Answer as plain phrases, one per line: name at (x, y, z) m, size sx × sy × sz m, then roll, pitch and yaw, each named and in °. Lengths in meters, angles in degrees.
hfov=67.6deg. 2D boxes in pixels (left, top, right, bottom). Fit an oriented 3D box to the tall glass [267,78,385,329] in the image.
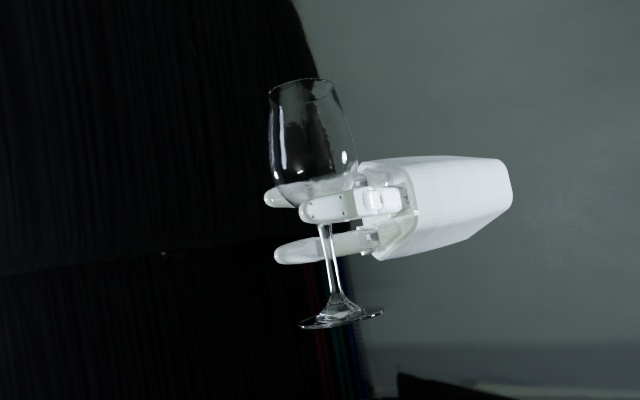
tall glass at (0.000, 0.002, 0.412) m, size 0.079 × 0.201 × 0.079 m, roll -10°, pitch -6°, yaw -1°
